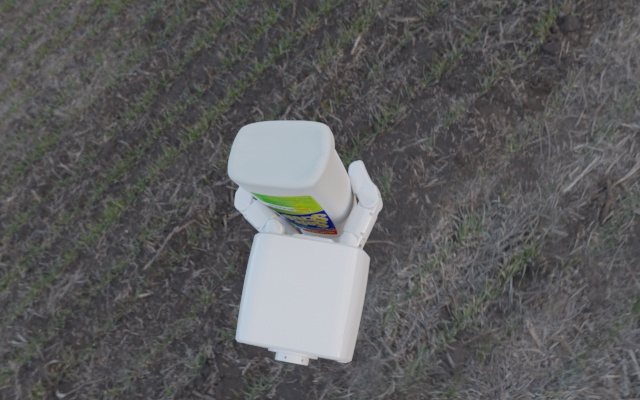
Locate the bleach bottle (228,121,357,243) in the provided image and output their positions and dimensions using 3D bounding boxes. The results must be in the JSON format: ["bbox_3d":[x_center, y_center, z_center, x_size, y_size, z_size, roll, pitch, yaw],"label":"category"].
[{"bbox_3d":[0.000,0.002,0.529,0.102,0.068,0.251,5,-19,22],"label":"bleach bottle"}]
